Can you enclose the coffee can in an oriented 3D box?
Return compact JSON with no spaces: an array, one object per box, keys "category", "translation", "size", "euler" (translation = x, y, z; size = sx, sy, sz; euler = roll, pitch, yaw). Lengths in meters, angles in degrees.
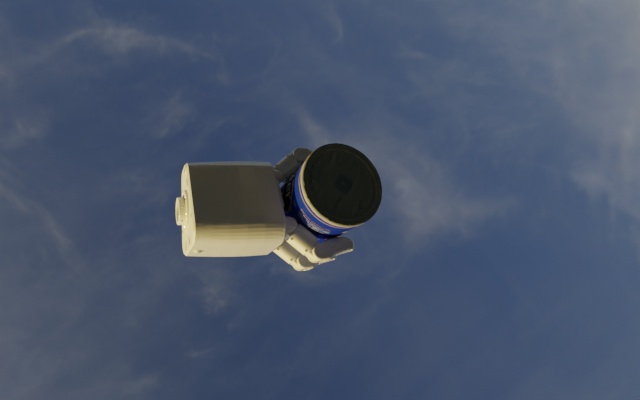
[{"category":"coffee can","translation":[0.000,0.002,0.611],"size":[0.103,0.102,0.140],"euler":[0,-18,-24]}]
